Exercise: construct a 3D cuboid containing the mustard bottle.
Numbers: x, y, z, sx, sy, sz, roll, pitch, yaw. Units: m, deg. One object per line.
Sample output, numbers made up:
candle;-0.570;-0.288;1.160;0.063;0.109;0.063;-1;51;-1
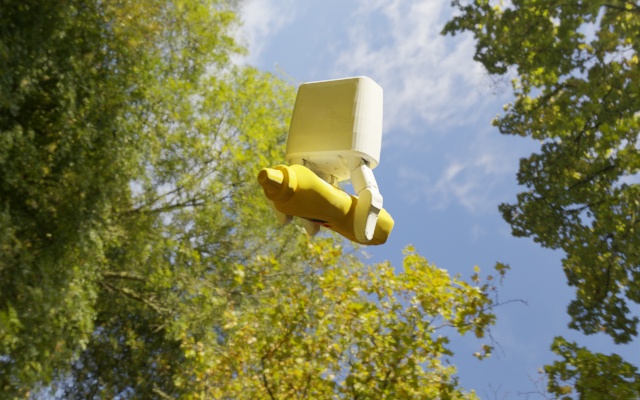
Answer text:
mustard bottle;0.000;0.002;0.571;0.096;0.058;0.192;25;0;45
